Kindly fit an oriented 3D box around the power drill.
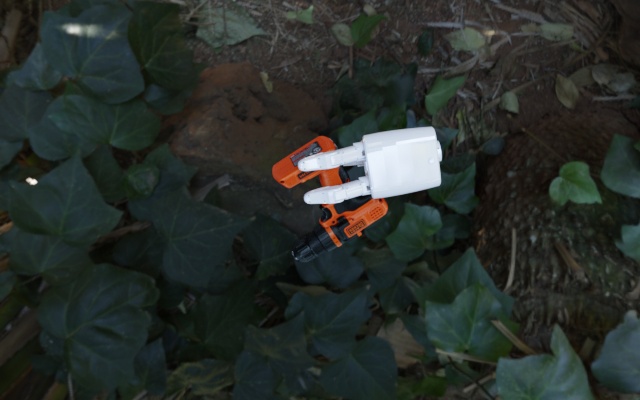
[{"bbox_3d":[0.000,0.002,0.782,0.184,0.188,0.057,-34,37,1],"label":"power drill"}]
